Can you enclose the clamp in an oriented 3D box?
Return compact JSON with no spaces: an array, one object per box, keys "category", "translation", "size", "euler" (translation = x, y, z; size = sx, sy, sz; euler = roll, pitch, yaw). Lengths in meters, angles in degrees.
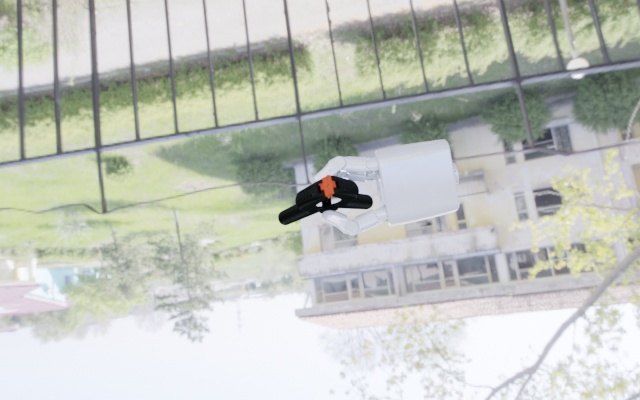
[{"category":"clamp","translation":[0.000,0.003,0.737],"size":[0.164,0.036,0.210],"euler":[-13,-11,4]}]
